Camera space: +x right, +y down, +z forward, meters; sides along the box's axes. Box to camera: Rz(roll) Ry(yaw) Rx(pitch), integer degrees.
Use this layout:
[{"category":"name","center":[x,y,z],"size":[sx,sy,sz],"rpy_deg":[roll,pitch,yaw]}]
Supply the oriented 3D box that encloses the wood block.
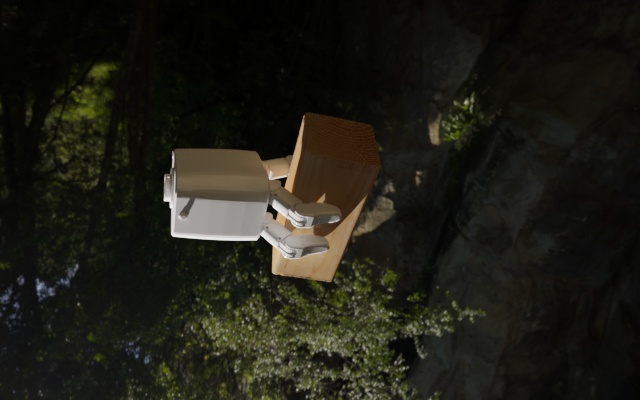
[{"category":"wood block","center":[0.000,0.002,0.625],"size":[0.090,0.206,0.090],"rpy_deg":[9,40,-11]}]
